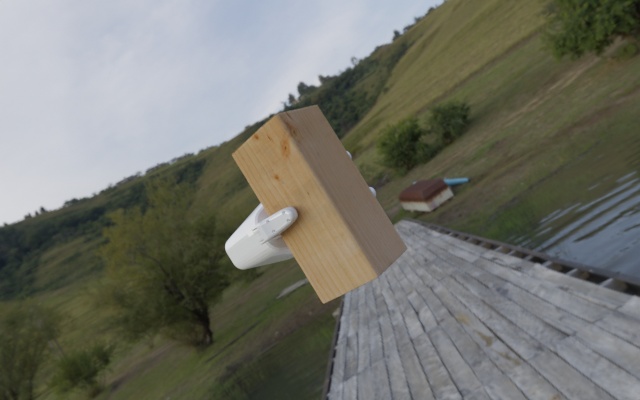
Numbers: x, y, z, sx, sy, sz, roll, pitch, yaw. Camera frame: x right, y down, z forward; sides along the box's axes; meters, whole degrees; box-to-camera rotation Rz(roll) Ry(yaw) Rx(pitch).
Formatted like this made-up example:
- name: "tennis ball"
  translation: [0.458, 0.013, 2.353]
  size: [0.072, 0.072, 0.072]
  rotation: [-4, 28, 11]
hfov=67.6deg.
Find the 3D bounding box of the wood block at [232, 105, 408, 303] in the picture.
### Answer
- name: "wood block"
  translation: [0.000, 0.002, 0.566]
  size: [0.090, 0.206, 0.091]
  rotation: [-34, -3, 36]
